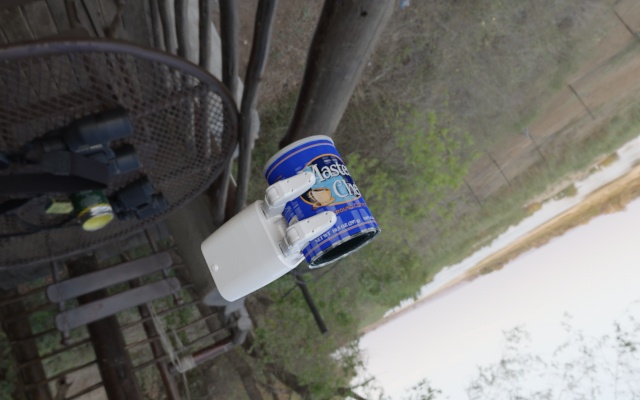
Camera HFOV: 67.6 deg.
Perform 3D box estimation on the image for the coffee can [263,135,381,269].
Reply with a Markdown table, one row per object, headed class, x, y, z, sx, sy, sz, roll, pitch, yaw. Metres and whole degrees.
| class | x | y | z | sx | sy | sz | roll | pitch | yaw |
| --- | --- | --- | --- | --- | --- | --- | --- | --- | --- |
| coffee can | 0.000 | 0.002 | 0.618 | 0.103 | 0.140 | 0.103 | -25 | -16 | -8 |
